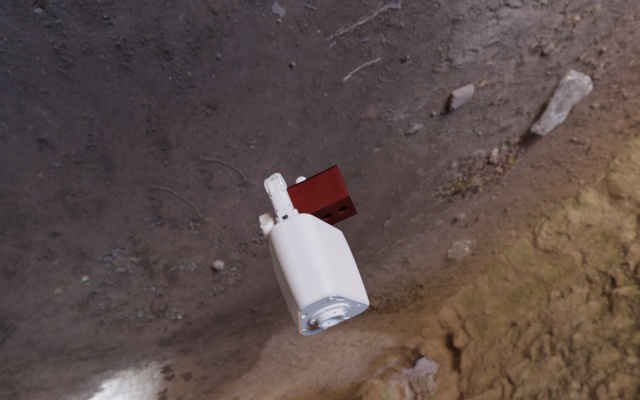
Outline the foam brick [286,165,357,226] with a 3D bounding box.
[{"bbox_3d":[0.000,0.002,0.609,0.078,0.051,0.053,-25,-32,3],"label":"foam brick"}]
